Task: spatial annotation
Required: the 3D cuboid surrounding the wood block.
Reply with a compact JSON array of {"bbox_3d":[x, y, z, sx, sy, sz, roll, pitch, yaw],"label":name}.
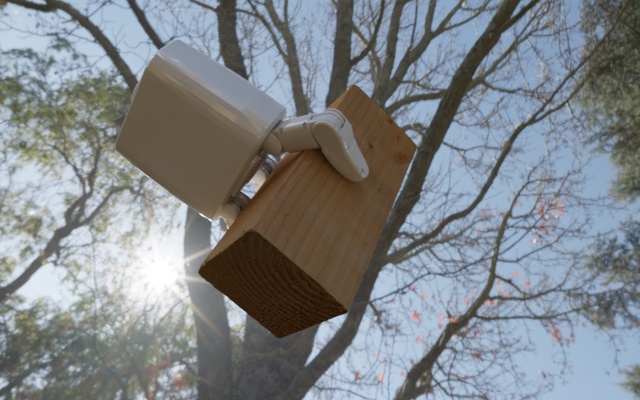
[{"bbox_3d":[0.000,0.001,0.413,0.091,0.090,0.206,-35,18,44],"label":"wood block"}]
